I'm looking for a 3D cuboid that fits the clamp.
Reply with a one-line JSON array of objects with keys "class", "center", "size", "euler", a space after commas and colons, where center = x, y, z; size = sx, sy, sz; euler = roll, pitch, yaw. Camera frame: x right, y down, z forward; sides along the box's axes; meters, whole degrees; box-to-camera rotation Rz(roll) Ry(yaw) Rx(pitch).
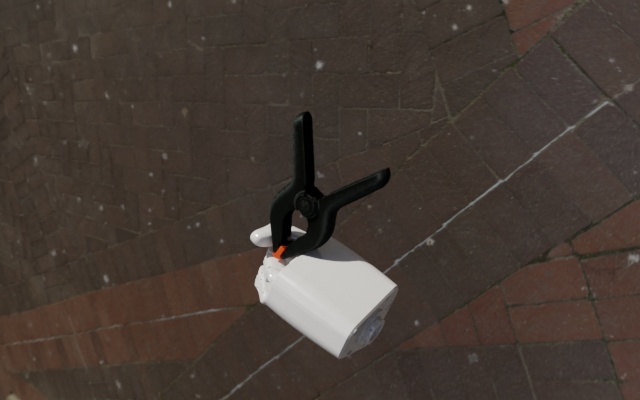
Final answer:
[{"class": "clamp", "center": [0.000, 0.002, 0.527], "size": [0.120, 0.171, 0.039], "euler": [31, 28, 22]}]
